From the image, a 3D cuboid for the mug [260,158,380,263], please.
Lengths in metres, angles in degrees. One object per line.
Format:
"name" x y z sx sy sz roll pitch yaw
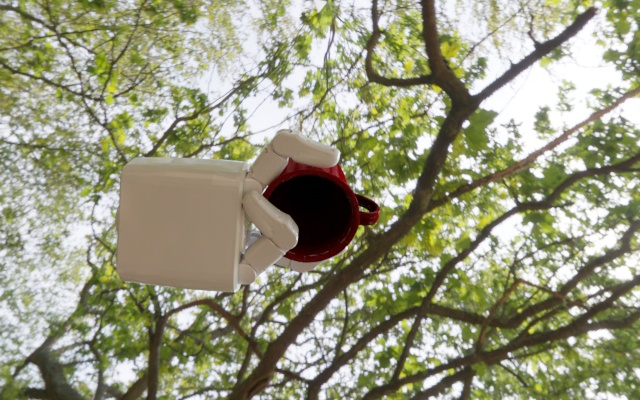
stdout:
"mug" 0.002 0.002 0.466 0.117 0.093 0.081 6 22 -4
